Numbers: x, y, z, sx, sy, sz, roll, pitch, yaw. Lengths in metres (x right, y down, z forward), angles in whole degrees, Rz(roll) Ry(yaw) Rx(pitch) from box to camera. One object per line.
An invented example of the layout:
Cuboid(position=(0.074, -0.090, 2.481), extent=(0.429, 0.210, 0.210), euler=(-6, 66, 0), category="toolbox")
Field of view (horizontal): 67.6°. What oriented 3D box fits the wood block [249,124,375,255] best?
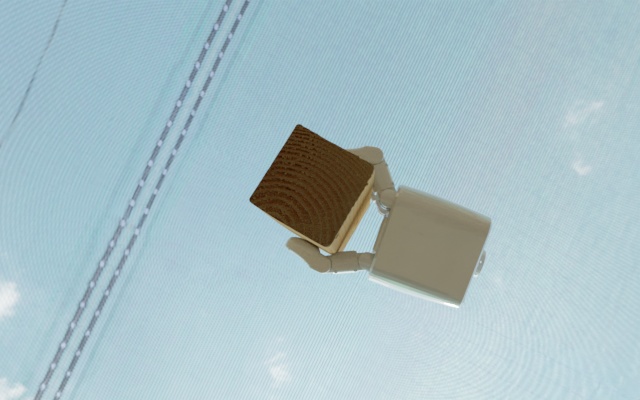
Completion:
Cuboid(position=(0.000, 0.002, 0.543), extent=(0.090, 0.091, 0.206), euler=(30, -6, 9), category="wood block")
